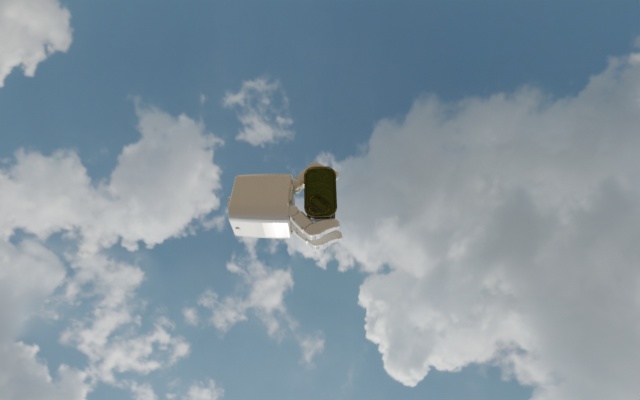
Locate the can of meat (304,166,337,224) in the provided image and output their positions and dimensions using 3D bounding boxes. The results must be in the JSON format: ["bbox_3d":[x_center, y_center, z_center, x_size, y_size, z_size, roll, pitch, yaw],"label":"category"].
[{"bbox_3d":[0.000,0.003,0.871,0.057,0.102,0.084,-1,-29,0],"label":"can of meat"}]
